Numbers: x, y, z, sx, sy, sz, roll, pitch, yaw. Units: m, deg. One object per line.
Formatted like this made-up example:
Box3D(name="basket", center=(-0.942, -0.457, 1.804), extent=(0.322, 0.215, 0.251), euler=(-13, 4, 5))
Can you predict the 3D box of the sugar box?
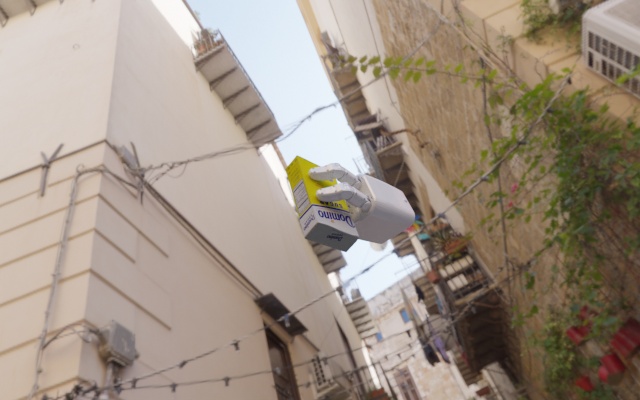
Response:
Box3D(name="sugar box", center=(0.001, 0.002, 0.830), extent=(0.093, 0.048, 0.176), euler=(22, 30, -34))
